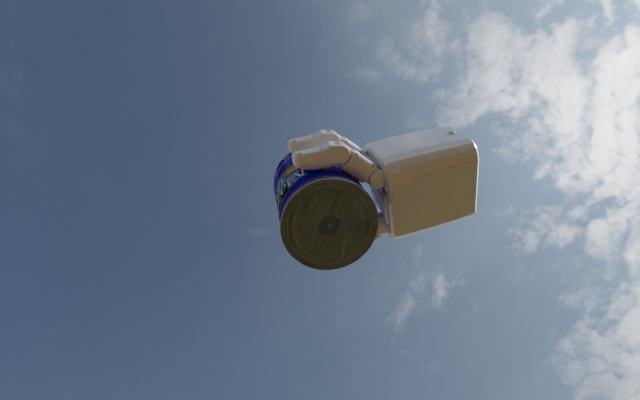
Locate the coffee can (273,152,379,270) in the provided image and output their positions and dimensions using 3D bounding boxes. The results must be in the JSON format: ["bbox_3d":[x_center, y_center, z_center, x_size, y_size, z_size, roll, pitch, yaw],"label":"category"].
[{"bbox_3d":[0.000,0.002,0.552,0.103,0.103,0.140,0,21,-9],"label":"coffee can"}]
